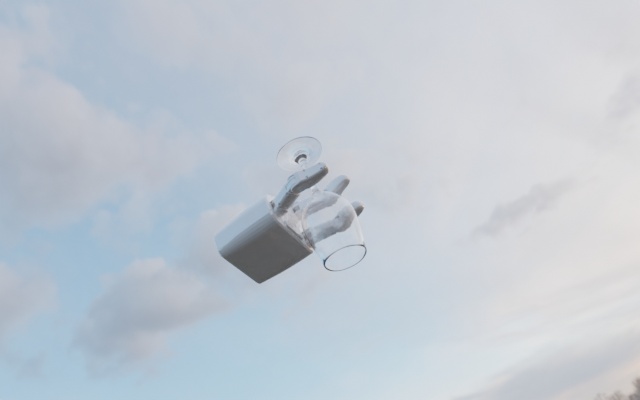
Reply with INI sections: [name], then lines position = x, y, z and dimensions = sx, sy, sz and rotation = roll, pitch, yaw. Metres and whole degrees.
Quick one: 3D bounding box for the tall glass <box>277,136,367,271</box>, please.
[tall glass]
position = 0.000, 0.002, 0.689
dimensions = 0.079, 0.201, 0.079
rotation = -16, -36, -12
